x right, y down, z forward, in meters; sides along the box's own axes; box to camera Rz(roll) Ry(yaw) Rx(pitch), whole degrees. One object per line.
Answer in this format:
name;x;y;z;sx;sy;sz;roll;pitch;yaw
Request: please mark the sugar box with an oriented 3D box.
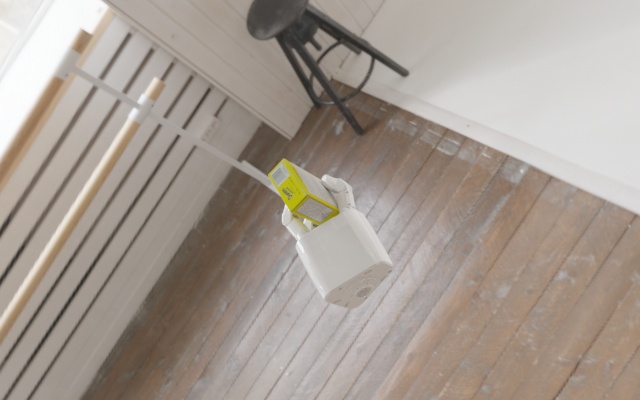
sugar box;0.000;0.003;0.788;0.176;0.048;0.093;32;19;-48
